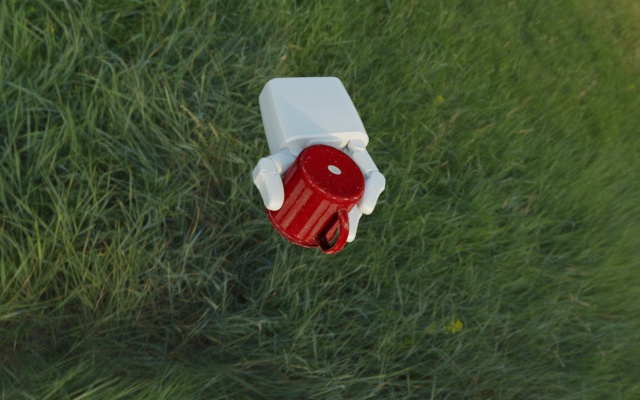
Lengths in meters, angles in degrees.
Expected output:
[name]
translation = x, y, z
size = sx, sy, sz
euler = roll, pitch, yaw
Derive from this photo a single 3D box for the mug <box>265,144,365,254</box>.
[mug]
translation = 0.001, 0.003, 0.524
size = 0.093, 0.117, 0.081
euler = 1, -37, -33
